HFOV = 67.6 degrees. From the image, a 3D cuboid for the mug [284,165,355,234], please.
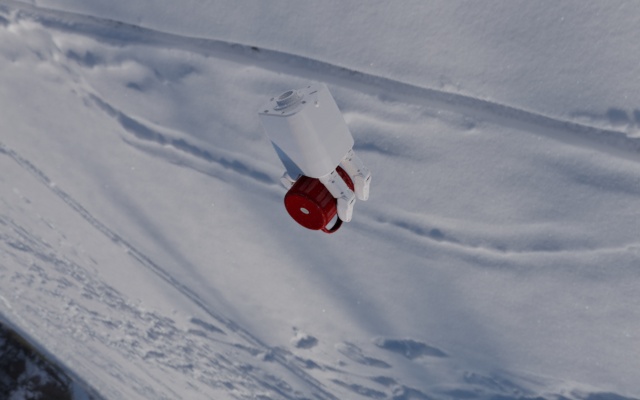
[{"bbox_3d":[0.001,0.004,0.770,0.093,0.117,0.081,1,40,42],"label":"mug"}]
